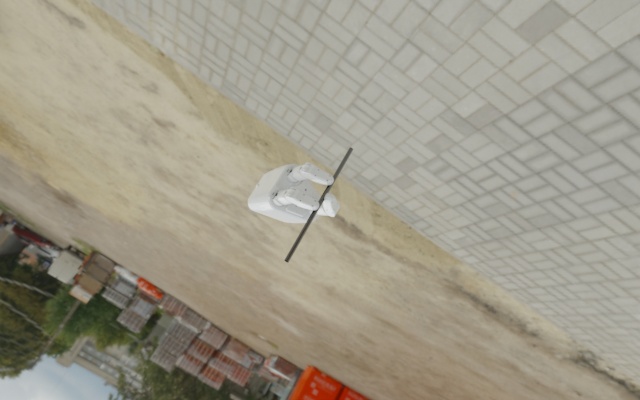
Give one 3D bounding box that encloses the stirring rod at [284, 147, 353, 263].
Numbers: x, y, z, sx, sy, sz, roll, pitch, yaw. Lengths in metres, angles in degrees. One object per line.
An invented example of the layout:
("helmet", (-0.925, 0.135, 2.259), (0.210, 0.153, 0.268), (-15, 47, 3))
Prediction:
("stirring rod", (0.000, 0.003, 0.826), (0.011, 0.239, 0.011), (26, -22, 11))
